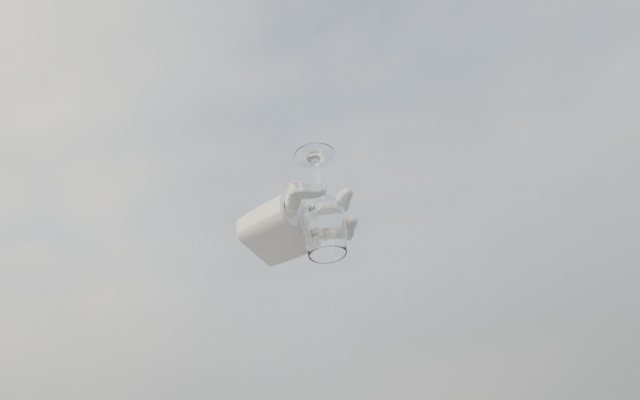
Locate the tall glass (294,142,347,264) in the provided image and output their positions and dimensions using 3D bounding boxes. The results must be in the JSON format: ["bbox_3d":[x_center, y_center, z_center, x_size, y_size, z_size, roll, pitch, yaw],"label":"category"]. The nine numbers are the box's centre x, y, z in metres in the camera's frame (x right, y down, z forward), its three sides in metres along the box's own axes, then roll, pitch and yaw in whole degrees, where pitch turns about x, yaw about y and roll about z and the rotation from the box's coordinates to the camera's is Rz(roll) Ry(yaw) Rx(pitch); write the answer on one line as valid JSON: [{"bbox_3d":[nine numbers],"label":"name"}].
[{"bbox_3d":[0.000,0.002,0.803,0.079,0.201,0.079,-6,-33,-4],"label":"tall glass"}]
